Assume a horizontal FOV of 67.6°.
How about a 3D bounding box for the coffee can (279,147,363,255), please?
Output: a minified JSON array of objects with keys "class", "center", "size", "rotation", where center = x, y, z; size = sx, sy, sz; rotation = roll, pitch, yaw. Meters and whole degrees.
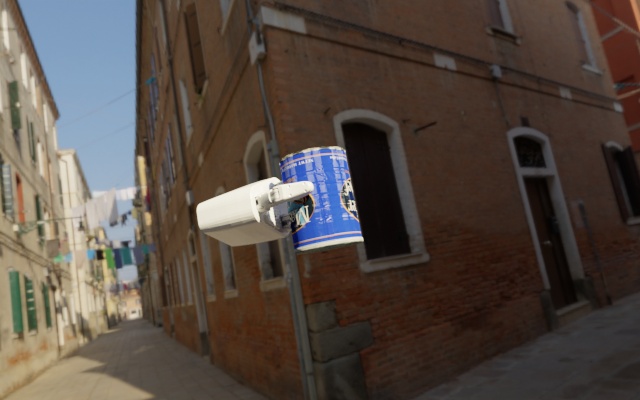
[{"class":"coffee can","center":[0.000,0.002,0.711],"size":[0.103,0.140,0.103],"rotation":[-10,-9,-2]}]
